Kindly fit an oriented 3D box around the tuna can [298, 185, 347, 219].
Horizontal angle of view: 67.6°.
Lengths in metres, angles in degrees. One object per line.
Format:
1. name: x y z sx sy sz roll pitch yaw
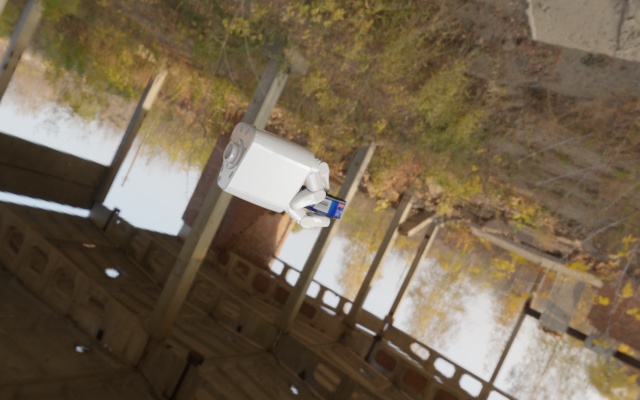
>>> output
1. tuna can: 0.000 0.003 0.831 0.086 0.034 0.086 20 4 -2
